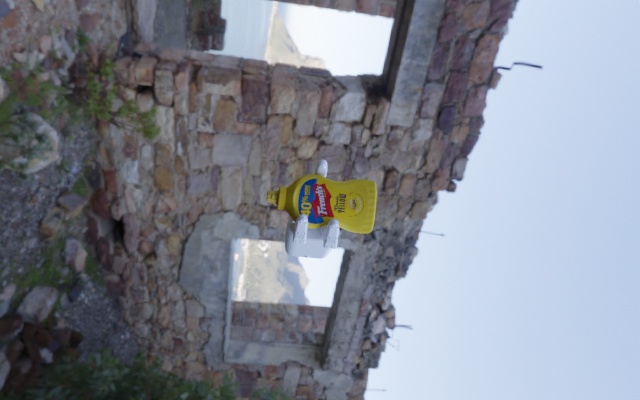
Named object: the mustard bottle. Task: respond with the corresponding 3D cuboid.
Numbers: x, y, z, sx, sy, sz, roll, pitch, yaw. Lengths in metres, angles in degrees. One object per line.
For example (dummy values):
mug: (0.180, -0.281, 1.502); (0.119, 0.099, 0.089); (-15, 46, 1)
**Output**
mustard bottle: (0.000, 0.003, 0.849); (0.191, 0.096, 0.058); (6, -4, -6)
